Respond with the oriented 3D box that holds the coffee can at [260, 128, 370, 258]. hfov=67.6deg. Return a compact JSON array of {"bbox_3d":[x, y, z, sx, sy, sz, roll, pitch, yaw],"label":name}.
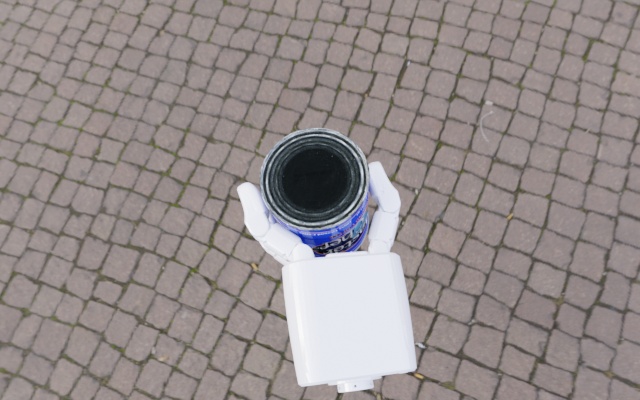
[{"bbox_3d":[0.000,0.002,0.503,0.103,0.102,0.140,0,-19,5],"label":"coffee can"}]
